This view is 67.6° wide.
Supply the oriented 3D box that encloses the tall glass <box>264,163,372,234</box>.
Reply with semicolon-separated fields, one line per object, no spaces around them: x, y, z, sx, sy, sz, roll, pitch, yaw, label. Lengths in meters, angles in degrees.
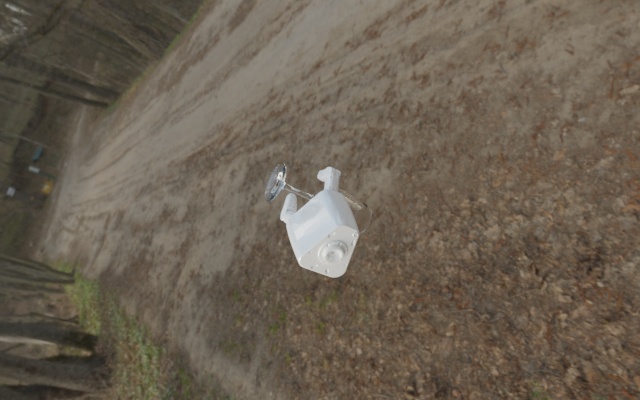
0.000;0.003;0.898;0.201;0.079;0.079;23;-11;-27;tall glass
